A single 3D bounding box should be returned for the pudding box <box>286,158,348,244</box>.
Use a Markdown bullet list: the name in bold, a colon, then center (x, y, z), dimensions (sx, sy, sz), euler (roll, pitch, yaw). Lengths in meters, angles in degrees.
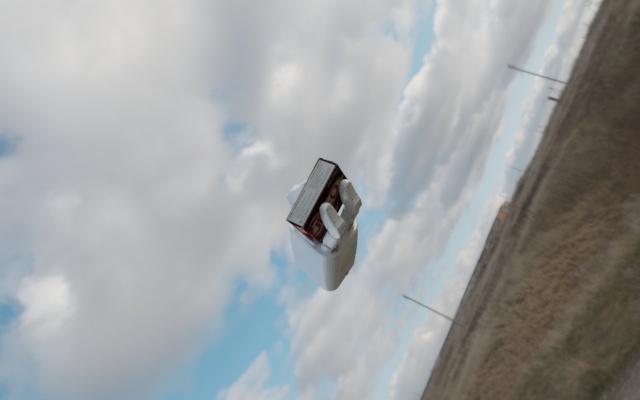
- **pudding box**: center (0.000, 0.002, 0.745), dimensions (0.039, 0.113, 0.090), euler (21, -11, 24)
